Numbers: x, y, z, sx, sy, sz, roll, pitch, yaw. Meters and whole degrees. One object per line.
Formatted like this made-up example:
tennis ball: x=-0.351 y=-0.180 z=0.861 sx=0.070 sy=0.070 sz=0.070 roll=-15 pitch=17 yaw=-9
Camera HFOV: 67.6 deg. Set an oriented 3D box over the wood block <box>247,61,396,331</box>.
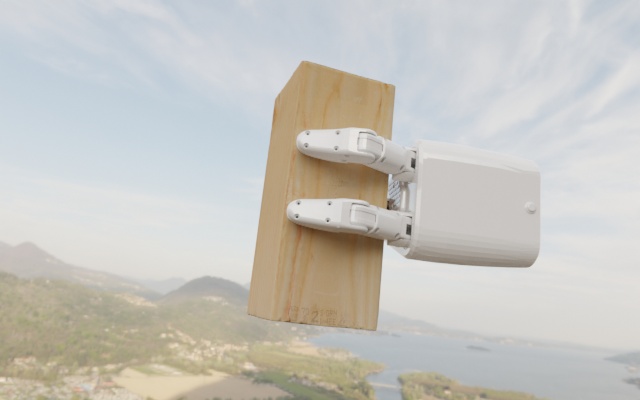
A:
wood block: x=0.000 y=0.001 z=0.417 sx=0.090 sy=0.206 sz=0.091 roll=10 pitch=-13 yaw=-18
